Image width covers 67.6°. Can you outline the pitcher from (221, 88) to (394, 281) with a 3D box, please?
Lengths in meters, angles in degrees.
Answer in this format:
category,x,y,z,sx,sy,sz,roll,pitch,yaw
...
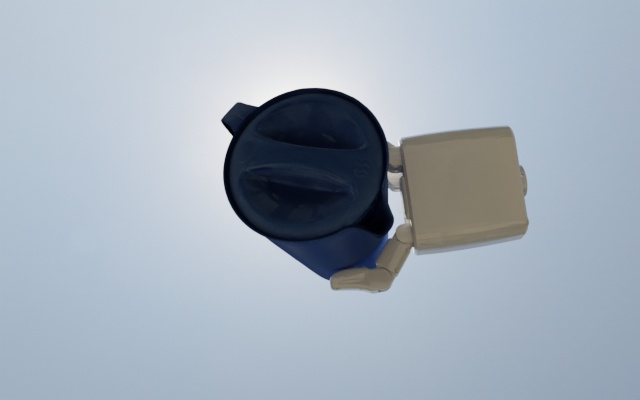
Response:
category,x,y,z,sx,sy,sz,roll,pitch,yaw
pitcher,0.000,0.002,0.480,0.145,0.149,0.243,-9,-22,8
